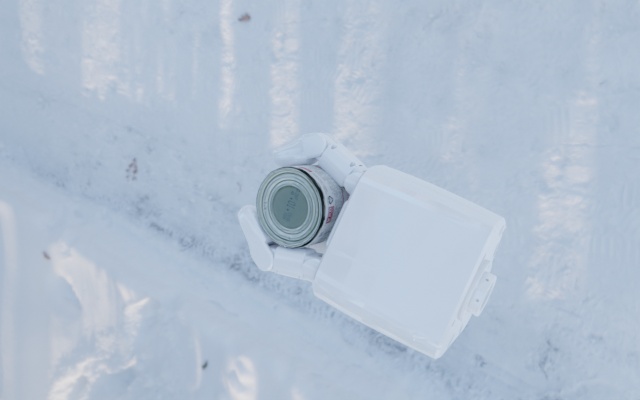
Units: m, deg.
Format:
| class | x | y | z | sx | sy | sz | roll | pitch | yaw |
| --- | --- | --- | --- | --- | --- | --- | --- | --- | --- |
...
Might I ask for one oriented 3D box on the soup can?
| class | x | y | z | sx | sy | sz | roll | pitch | yaw |
| --- | --- | --- | --- | --- | --- | --- | --- | --- | --- |
| soup can | 0.000 | 0.001 | 0.423 | 0.068 | 0.068 | 0.102 | 0 | 5 | 32 |
